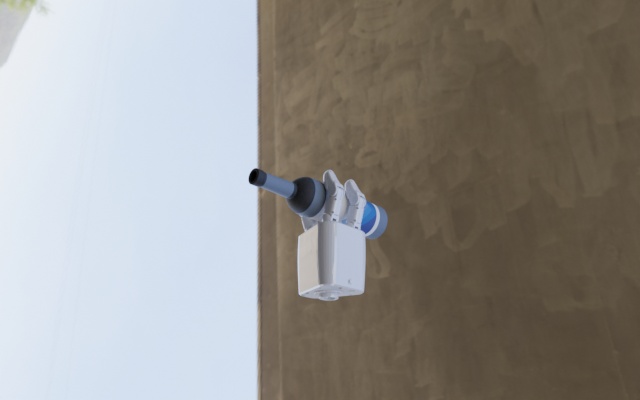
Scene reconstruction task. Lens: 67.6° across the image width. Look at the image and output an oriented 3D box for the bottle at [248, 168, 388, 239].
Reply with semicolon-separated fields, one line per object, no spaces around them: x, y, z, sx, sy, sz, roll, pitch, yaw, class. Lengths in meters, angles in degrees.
0.000;0.003;0.840;0.296;0.069;0.069;21;-14;-40;bottle
